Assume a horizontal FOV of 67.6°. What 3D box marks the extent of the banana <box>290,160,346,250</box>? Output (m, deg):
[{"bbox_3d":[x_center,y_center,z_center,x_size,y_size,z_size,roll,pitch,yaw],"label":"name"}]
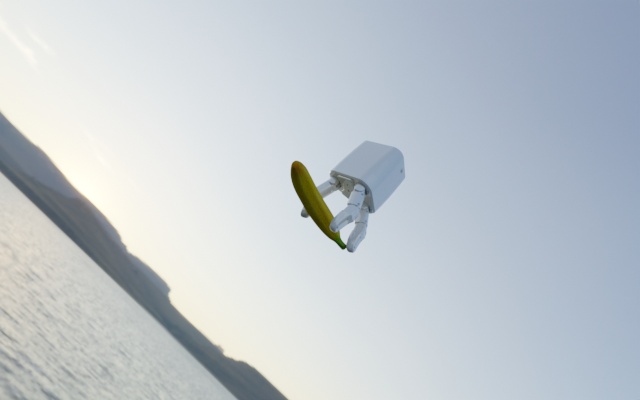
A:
[{"bbox_3d":[-0.008,0.002,0.857,0.037,0.198,0.069,-42,30,-19],"label":"banana"}]
